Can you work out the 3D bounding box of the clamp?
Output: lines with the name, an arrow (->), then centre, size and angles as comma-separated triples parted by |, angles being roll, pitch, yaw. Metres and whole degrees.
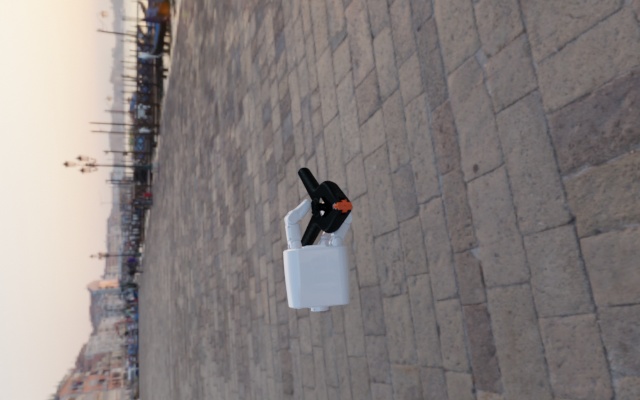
clamp -> 0.000, 0.003, 0.895 | 0.036, 0.164, 0.210 | -3, -8, -23
